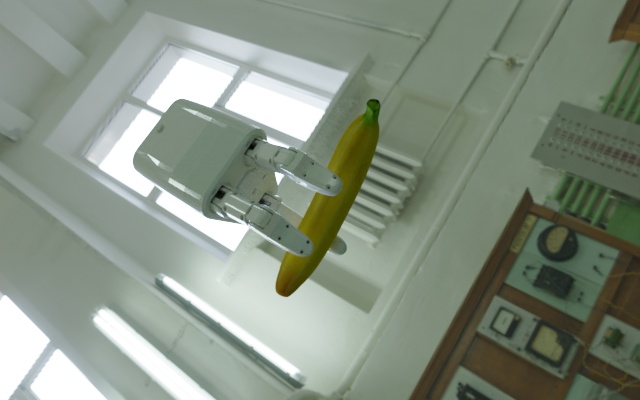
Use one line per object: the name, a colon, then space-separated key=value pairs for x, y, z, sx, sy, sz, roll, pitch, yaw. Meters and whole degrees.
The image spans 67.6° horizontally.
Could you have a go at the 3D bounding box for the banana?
banana: x=0.009 y=-0.002 z=0.452 sx=0.037 sy=0.198 sz=0.069 roll=28 pitch=11 yaw=19
